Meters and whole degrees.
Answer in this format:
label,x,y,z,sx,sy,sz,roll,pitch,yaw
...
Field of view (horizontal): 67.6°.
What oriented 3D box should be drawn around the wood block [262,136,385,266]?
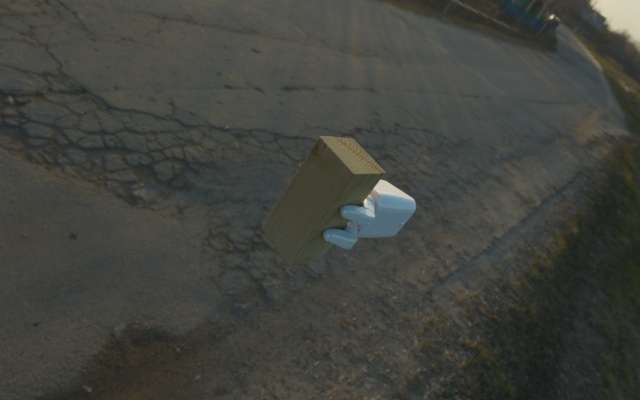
label,x,y,z,sx,sy,sz,roll,pitch,yaw
wood block,0.000,0.002,0.796,0.090,0.206,0.090,-5,48,-49
